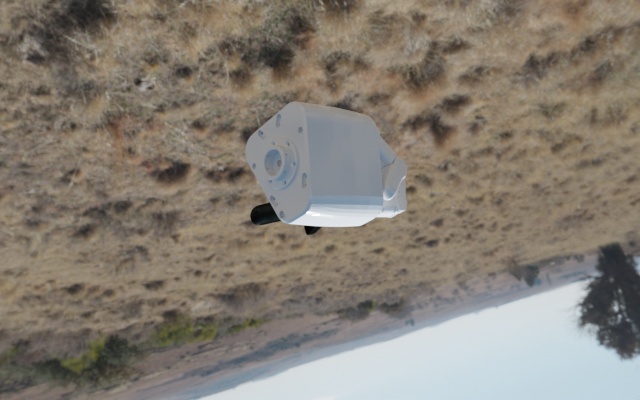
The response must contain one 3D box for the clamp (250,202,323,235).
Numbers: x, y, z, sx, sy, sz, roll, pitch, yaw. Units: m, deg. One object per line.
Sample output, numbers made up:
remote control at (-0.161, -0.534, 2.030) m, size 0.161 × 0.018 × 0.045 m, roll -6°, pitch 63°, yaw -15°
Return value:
clamp at (0.000, 0.002, 0.584) m, size 0.120 × 0.039 × 0.171 m, roll 2°, pitch -26°, yaw -47°
